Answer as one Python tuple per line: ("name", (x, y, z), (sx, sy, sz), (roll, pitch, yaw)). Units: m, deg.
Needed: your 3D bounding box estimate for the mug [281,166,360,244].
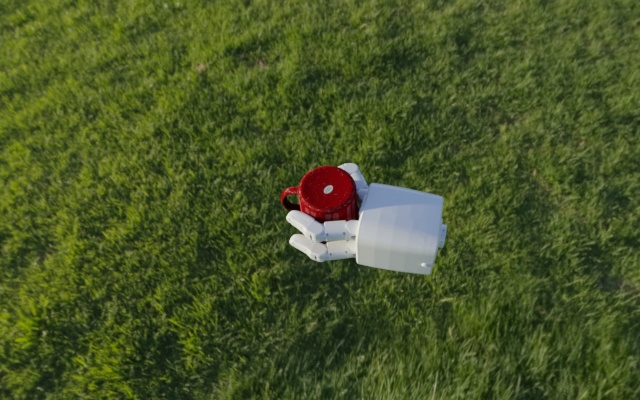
("mug", (-0.001, 0.002, 0.689), (0.117, 0.093, 0.082), (9, -32, 10))
